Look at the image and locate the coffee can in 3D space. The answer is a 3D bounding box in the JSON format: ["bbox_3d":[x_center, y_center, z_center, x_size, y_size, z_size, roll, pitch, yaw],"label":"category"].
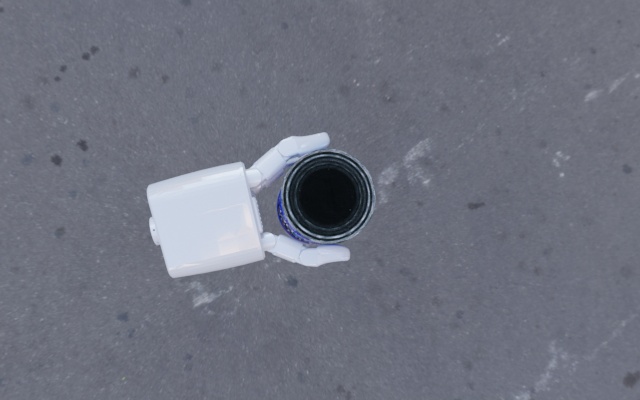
[{"bbox_3d":[0.000,0.002,0.575,0.103,0.103,0.140,0,-6,-7],"label":"coffee can"}]
